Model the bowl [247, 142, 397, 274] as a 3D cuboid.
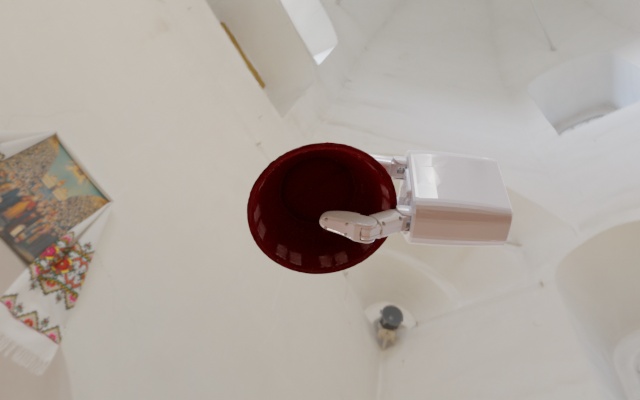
[{"bbox_3d":[-0.001,0.001,0.529,0.162,0.162,0.055,0,29,-8],"label":"bowl"}]
